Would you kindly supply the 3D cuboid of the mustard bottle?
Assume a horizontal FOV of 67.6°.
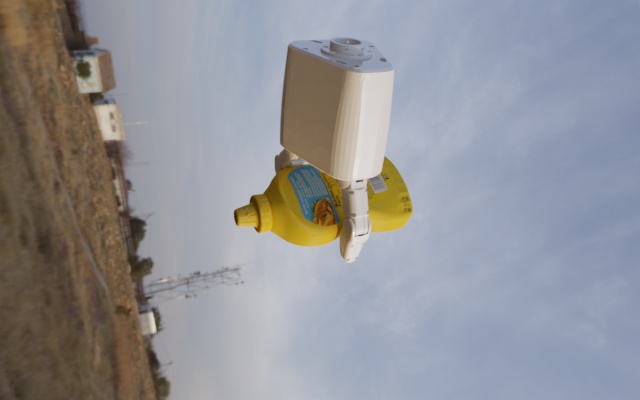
[{"bbox_3d":[0.000,0.002,0.525,0.191,0.096,0.058,-10,-30,-23],"label":"mustard bottle"}]
